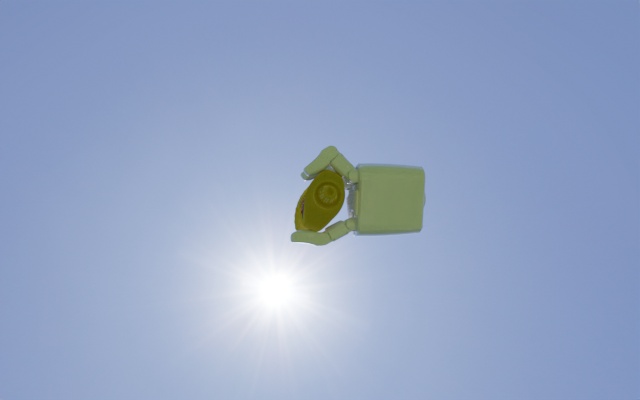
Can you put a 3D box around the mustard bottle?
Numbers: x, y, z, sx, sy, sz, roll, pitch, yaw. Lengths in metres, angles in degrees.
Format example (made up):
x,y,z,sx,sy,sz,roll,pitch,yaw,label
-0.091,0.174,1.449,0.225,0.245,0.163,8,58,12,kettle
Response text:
x,y,z,sx,sy,sz,roll,pitch,yaw,label
0.000,0.002,0.748,0.058,0.096,0.191,24,-11,-5,mustard bottle
